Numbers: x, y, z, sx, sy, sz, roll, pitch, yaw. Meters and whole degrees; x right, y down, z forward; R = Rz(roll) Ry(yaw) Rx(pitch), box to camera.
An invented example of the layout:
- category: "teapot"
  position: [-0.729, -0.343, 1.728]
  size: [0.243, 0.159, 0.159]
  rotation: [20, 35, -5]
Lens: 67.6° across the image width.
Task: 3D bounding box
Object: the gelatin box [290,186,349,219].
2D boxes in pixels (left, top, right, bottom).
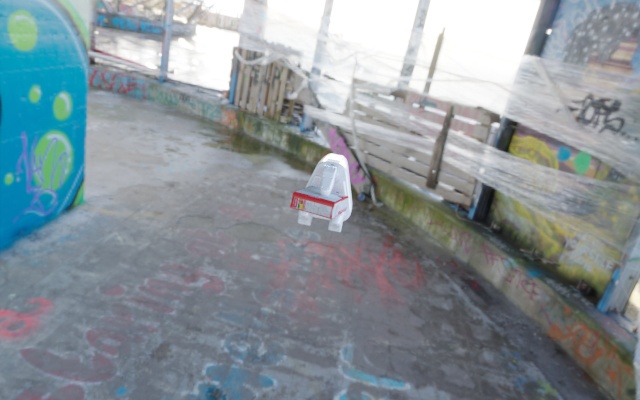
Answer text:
- category: "gelatin box"
  position: [0.000, 0.002, 0.796]
  size: [0.073, 0.030, 0.089]
  rotation: [15, 13, 16]
